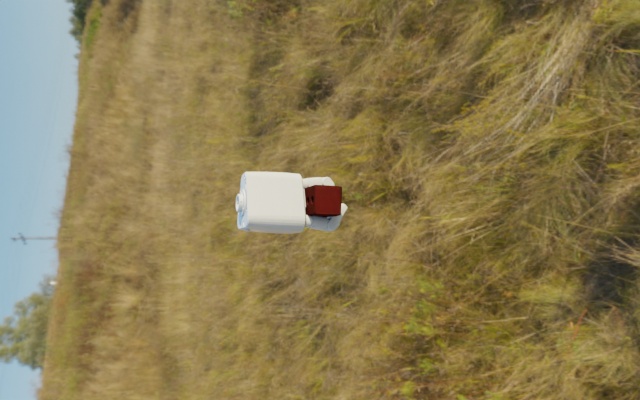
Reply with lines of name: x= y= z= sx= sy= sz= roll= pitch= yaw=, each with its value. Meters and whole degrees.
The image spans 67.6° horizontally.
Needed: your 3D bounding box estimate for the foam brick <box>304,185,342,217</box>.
foam brick: x=0.000 y=0.003 z=0.868 sx=0.051 sy=0.053 sz=0.078 roll=4 pitch=-8 yaw=-21
